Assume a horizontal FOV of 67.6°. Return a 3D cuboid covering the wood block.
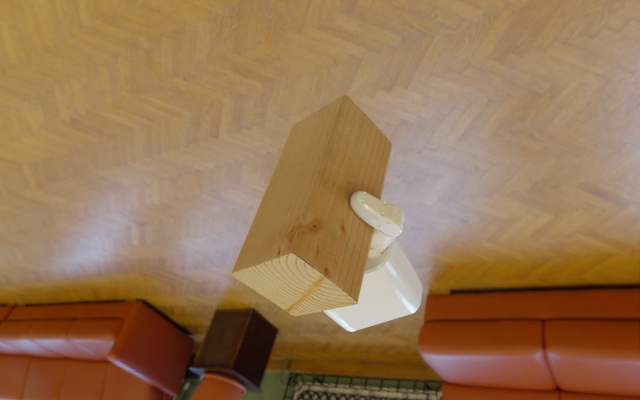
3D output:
[{"bbox_3d":[0.001,0.002,0.497,0.091,0.206,0.090,-22,-51,40],"label":"wood block"}]
